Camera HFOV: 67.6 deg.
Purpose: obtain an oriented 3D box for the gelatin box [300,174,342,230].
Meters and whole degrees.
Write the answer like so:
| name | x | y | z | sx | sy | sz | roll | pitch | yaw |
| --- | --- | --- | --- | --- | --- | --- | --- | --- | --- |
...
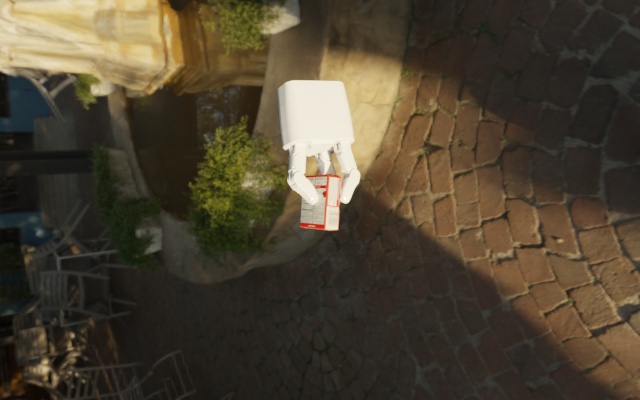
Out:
| name | x | y | z | sx | sy | sz | roll | pitch | yaw |
| --- | --- | --- | --- | --- | --- | --- | --- | --- | --- |
| gelatin box | 0.000 | 0.003 | 0.780 | 0.030 | 0.089 | 0.073 | 5 | -2 | -35 |
